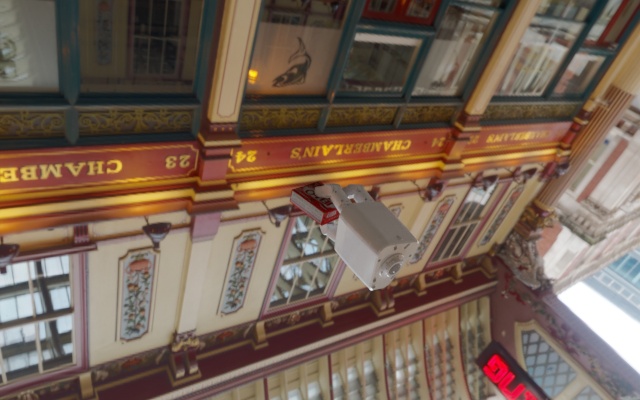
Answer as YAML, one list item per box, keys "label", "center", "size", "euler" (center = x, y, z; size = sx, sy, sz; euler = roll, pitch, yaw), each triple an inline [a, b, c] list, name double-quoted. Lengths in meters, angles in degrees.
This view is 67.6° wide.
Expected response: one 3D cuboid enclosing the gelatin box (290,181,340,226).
- label: "gelatin box"
  center: [0.000, 0.003, 0.874]
  size: [0.089, 0.030, 0.073]
  euler: [35, 37, 31]
